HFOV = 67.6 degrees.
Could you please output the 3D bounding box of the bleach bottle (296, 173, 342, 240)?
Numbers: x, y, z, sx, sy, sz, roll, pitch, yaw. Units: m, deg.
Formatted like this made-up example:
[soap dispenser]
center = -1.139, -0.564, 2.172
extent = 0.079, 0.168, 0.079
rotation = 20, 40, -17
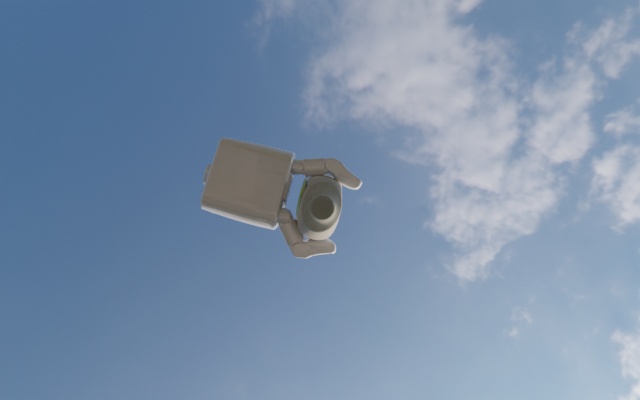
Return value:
[bleach bottle]
center = 0.000, 0.002, 0.683
extent = 0.068, 0.102, 0.251
rotation = 14, -1, -2
